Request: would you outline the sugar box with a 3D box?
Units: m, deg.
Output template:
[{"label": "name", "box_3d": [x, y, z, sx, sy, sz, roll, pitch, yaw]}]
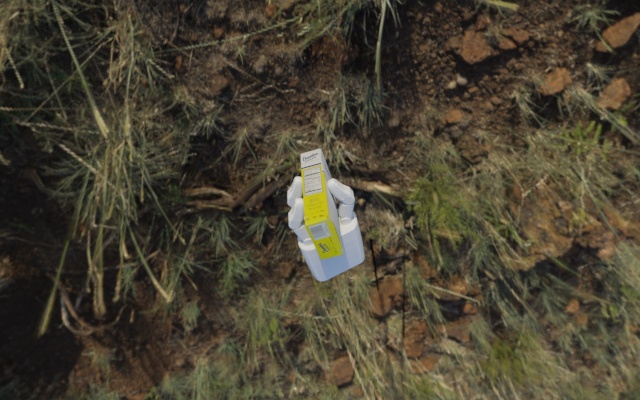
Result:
[{"label": "sugar box", "box_3d": [0.000, 0.003, 0.815, 0.048, 0.093, 0.176, -16, 43, 6]}]
